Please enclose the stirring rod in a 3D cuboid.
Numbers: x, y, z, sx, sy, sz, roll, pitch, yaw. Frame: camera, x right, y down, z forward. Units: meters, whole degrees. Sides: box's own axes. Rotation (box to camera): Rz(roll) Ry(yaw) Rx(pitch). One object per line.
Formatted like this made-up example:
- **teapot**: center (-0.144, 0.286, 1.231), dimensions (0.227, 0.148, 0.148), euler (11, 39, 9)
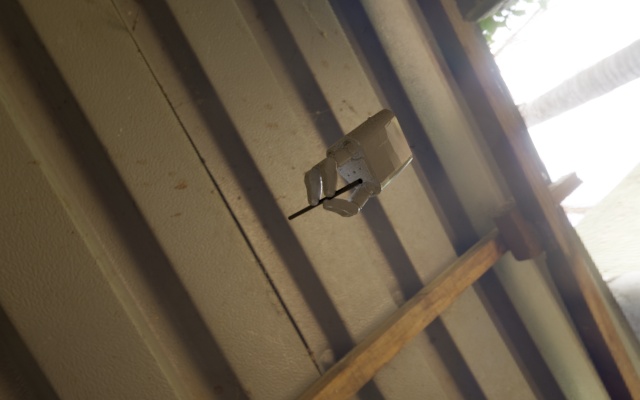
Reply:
- **stirring rod**: center (0.000, 0.002, 0.771), dimensions (0.011, 0.011, 0.239), euler (0, -14, -29)
